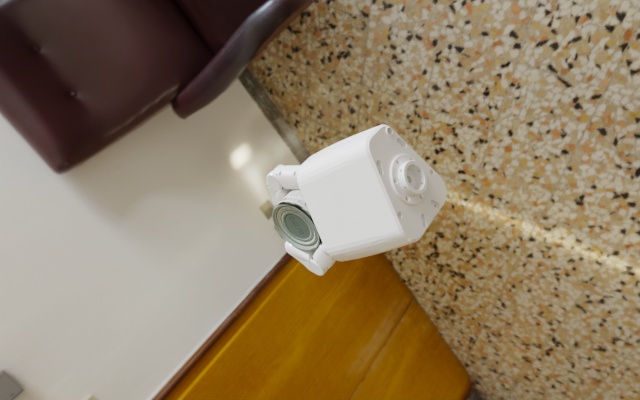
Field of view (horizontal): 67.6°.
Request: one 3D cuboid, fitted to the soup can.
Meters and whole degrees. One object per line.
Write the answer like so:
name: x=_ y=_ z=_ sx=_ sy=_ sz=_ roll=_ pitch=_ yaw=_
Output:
soup can: x=0.000 y=0.002 z=0.556 sx=0.068 sy=0.068 sz=0.102 roll=0 pitch=35 yaw=42
